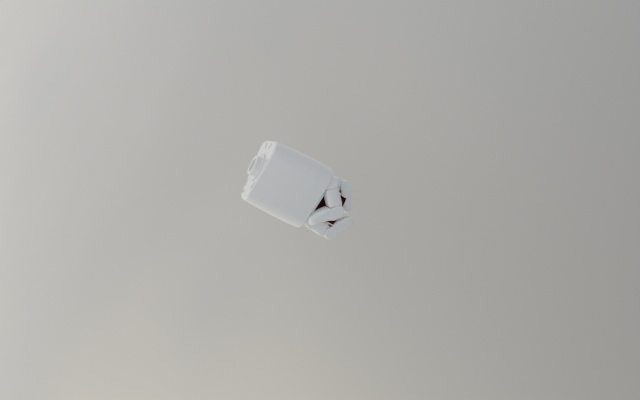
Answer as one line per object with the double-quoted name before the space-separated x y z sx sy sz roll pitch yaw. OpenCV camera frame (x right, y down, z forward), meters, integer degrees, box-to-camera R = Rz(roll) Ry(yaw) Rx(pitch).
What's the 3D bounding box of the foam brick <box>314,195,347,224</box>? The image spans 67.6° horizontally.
"foam brick" 0.000 0.003 0.834 0.051 0.053 0.078 26 -2 -22
